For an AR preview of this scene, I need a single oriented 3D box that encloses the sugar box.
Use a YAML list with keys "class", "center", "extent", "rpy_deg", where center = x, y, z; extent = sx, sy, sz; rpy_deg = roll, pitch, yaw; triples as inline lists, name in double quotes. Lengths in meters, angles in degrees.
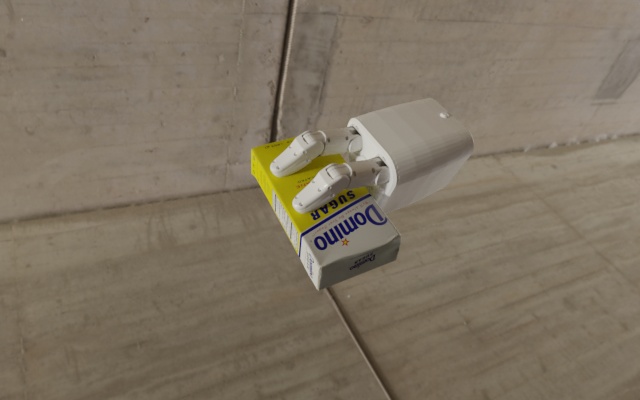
- class: "sugar box"
  center: [0.000, 0.001, 0.506]
  extent: [0.093, 0.048, 0.176]
  rpy_deg: [-19, 50, -21]
